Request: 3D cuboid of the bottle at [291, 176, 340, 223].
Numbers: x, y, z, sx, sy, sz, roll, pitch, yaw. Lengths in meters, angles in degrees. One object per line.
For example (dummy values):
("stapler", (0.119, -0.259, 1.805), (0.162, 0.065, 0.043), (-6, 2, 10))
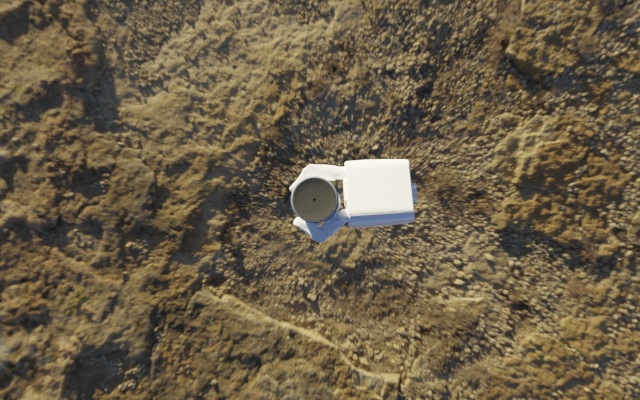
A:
("bottle", (0.000, 0.003, 0.814), (0.069, 0.069, 0.296), (0, -2, 3))
